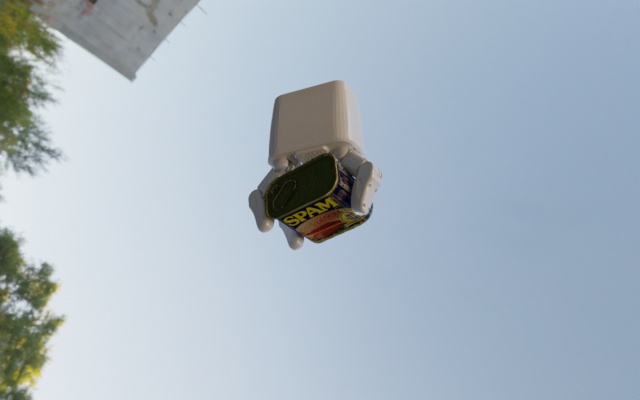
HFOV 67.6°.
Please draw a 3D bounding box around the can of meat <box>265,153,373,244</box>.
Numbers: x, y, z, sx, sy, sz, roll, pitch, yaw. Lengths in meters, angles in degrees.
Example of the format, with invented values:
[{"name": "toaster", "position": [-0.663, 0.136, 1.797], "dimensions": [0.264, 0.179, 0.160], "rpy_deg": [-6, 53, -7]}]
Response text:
[{"name": "can of meat", "position": [0.000, 0.002, 0.563], "dimensions": [0.102, 0.057, 0.084], "rpy_deg": [-25, -40, 27]}]
